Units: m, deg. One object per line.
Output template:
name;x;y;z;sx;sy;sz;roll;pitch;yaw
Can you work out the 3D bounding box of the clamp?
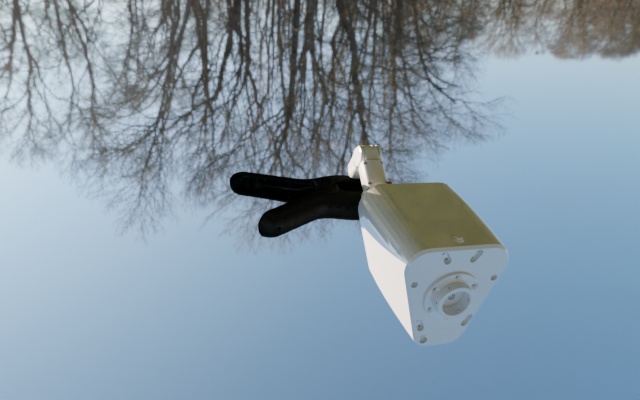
clamp;0.000;0.002;0.477;0.171;0.039;0.120;-2;30;-15
